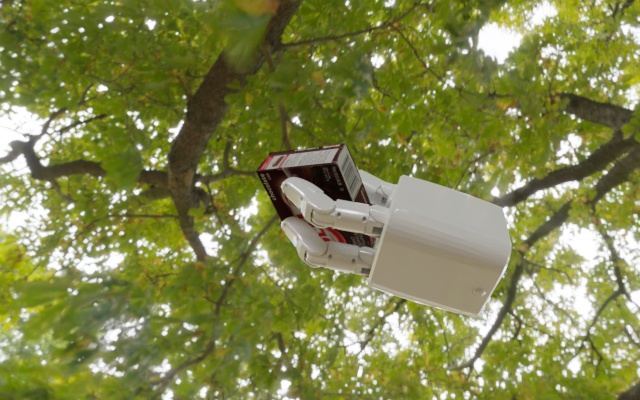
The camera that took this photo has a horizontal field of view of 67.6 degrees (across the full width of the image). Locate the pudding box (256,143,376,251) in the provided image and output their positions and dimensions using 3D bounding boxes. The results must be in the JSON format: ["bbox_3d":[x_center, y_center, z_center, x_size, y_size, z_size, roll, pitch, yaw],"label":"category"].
[{"bbox_3d":[0.000,0.001,0.478,0.090,0.113,0.039,-4,35,29],"label":"pudding box"}]
